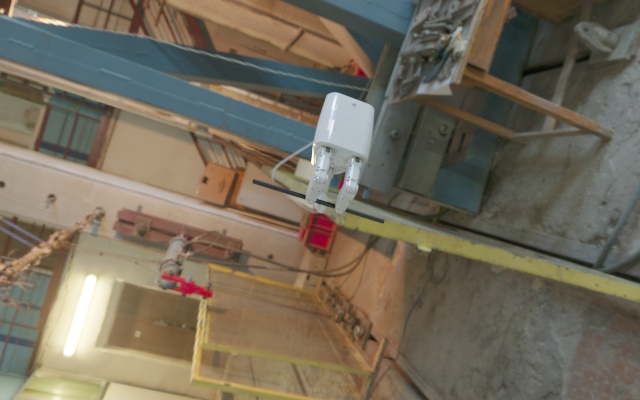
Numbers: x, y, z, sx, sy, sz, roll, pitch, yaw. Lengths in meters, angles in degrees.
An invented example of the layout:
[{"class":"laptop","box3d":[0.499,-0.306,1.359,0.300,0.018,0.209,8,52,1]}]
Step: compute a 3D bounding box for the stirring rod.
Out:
[{"class":"stirring rod","box3d":[0.000,0.003,0.816,0.239,0.011,0.011,17,-4,-14]}]
